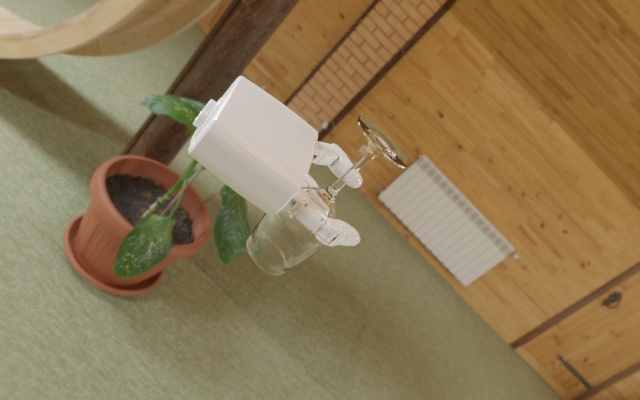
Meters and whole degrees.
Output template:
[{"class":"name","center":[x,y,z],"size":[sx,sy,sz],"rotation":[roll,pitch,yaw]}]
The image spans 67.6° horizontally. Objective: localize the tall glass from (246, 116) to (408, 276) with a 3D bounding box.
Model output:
[{"class":"tall glass","center":[0.001,0.001,0.539],"size":[0.201,0.079,0.079],"rotation":[-45,-21,23]}]
